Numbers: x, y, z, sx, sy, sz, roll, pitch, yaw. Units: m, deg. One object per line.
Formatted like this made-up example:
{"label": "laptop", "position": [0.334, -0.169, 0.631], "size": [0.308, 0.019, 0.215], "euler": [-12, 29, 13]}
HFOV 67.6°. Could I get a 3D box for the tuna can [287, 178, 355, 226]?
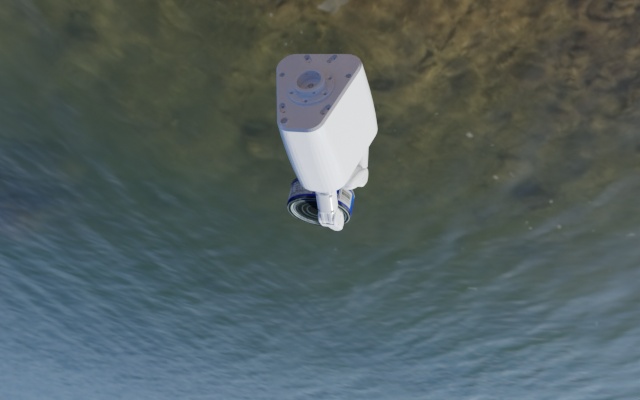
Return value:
{"label": "tuna can", "position": [0.000, 0.003, 0.626], "size": [0.086, 0.033, 0.086], "euler": [9, -26, 4]}
